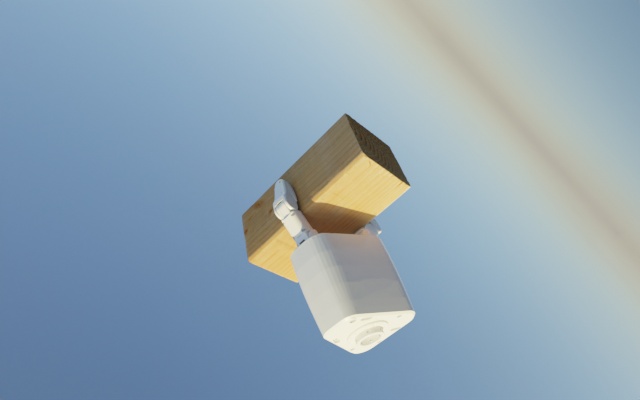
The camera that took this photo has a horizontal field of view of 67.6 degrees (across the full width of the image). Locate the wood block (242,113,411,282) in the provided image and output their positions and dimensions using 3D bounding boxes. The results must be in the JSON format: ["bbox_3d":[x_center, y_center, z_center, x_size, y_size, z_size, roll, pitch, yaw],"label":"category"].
[{"bbox_3d":[0.000,0.002,0.618,0.091,0.090,0.206,30,-62,-36],"label":"wood block"}]
